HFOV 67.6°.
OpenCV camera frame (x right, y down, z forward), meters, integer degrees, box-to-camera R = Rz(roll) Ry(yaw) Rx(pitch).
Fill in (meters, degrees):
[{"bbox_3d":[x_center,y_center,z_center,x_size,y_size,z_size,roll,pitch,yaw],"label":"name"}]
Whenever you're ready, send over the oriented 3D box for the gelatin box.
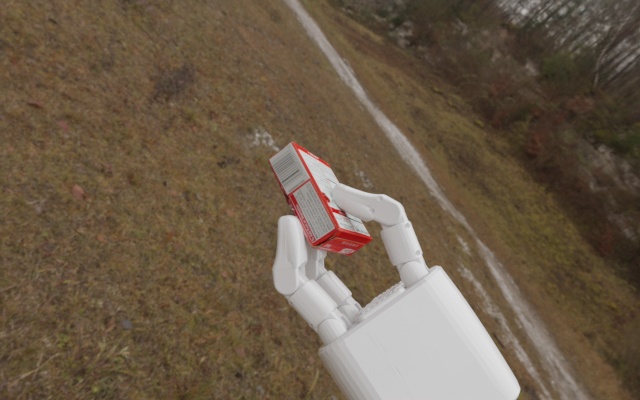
[{"bbox_3d":[0.000,0.001,0.405,0.030,0.089,0.073,-34,-22,16],"label":"gelatin box"}]
